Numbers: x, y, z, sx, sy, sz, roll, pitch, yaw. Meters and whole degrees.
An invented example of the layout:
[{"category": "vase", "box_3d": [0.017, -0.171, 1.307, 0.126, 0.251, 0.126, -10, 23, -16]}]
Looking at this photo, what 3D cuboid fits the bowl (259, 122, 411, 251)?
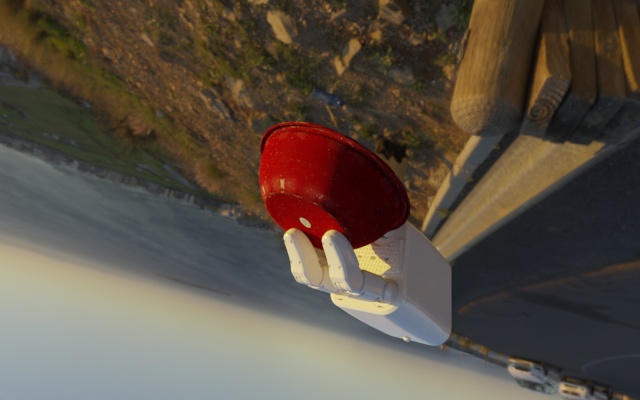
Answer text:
[{"category": "bowl", "box_3d": [-0.001, 0.001, 0.454, 0.162, 0.055, 0.162, 24, -27, 13]}]
